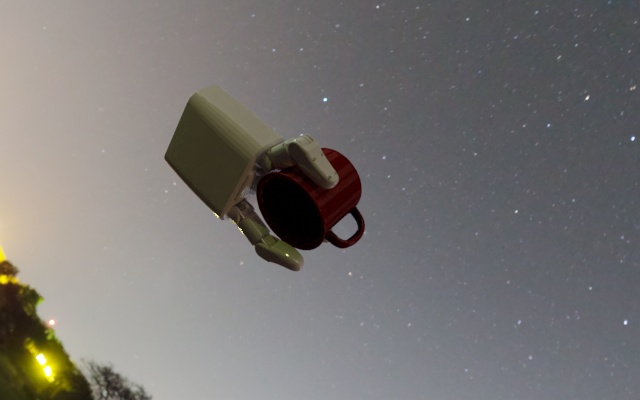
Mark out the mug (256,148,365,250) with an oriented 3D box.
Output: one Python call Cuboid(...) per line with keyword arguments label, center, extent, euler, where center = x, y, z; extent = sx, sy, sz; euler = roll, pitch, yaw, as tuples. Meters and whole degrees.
Cuboid(label="mug", center=(0.001, 0.002, 0.517), extent=(0.081, 0.117, 0.093), euler=(-38, -15, -40))
